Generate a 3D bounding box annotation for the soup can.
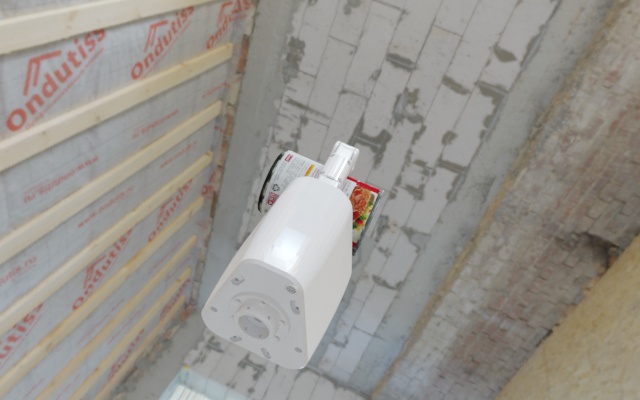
[{"bbox_3d":[0.000,0.001,0.455,0.102,0.068,0.068,24,3,6],"label":"soup can"}]
